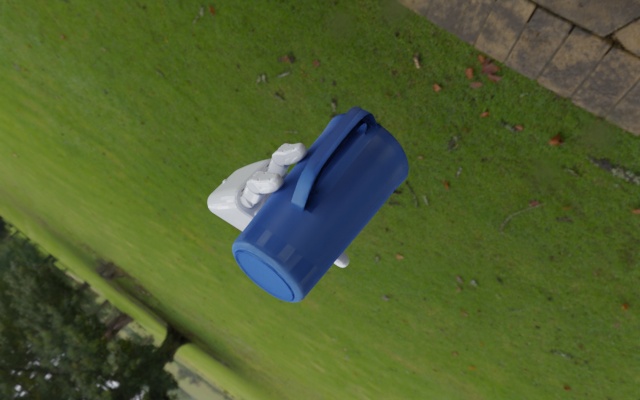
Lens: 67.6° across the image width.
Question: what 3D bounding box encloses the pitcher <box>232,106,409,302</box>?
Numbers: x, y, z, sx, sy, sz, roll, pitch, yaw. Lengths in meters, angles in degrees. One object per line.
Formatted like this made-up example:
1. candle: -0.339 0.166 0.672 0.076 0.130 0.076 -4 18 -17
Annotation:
1. pitcher: 0.000 0.002 0.615 0.145 0.149 0.242 -6 38 54
